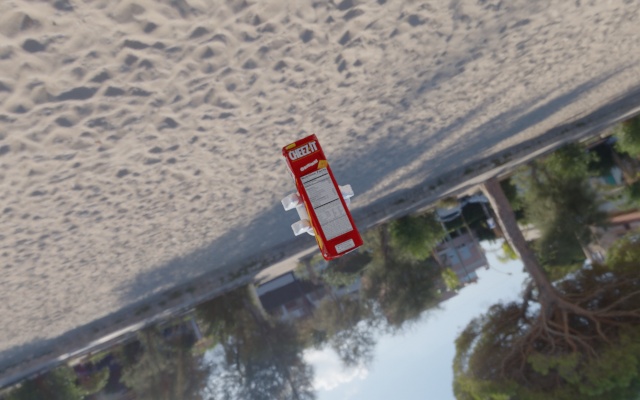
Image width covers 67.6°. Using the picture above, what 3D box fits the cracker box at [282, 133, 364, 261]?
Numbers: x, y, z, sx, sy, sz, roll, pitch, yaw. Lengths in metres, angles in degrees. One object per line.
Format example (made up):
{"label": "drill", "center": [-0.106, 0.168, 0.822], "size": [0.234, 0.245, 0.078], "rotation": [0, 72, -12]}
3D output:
{"label": "cracker box", "center": [0.000, 0.003, 0.892], "size": [0.072, 0.213, 0.164], "rotation": [-23, -7, -5]}
